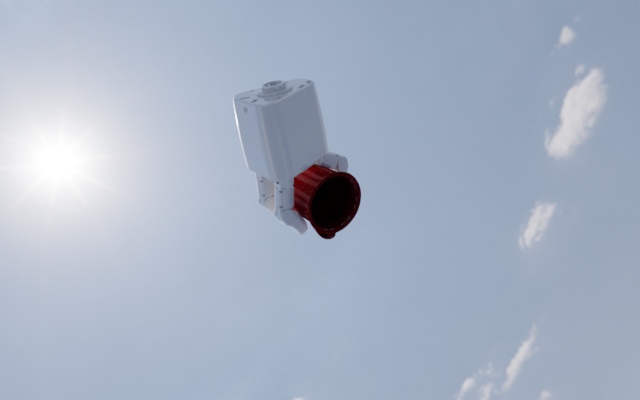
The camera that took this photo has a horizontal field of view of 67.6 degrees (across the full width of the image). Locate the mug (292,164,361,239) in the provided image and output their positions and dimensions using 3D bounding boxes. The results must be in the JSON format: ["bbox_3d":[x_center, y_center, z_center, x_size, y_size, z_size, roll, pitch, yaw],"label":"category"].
[{"bbox_3d":[0.000,0.003,0.706,0.093,0.117,0.081,-24,31,-27],"label":"mug"}]
